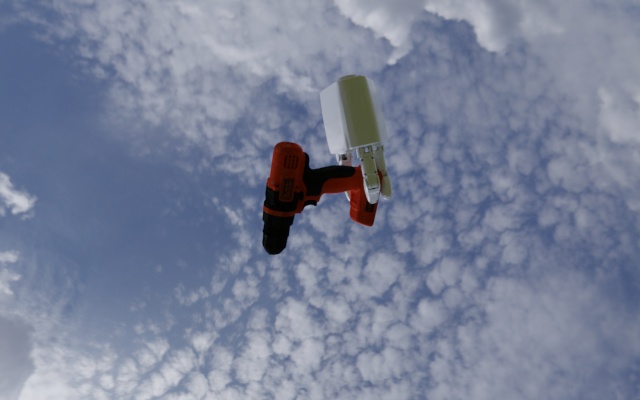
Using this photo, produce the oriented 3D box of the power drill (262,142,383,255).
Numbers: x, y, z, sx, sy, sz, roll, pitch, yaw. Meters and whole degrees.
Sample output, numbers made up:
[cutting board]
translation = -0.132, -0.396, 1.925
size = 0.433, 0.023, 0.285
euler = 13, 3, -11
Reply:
[power drill]
translation = 0.001, 0.002, 0.773
size = 0.187, 0.184, 0.057
euler = 2, 20, -24
